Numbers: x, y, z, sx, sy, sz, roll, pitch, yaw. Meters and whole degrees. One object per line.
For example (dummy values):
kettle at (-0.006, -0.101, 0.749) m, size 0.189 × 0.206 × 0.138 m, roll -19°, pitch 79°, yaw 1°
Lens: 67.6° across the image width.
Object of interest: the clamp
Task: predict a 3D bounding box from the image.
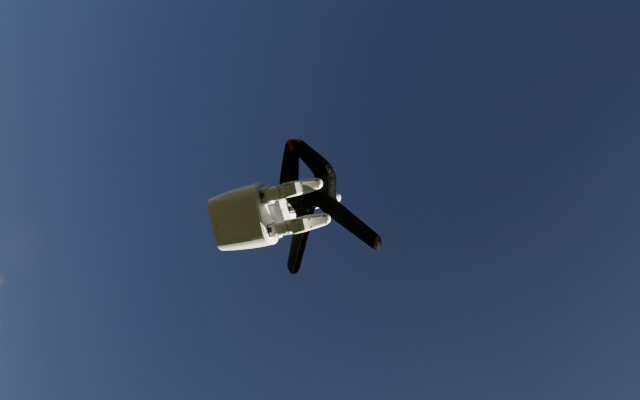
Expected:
clamp at (0.000, 0.002, 0.737) m, size 0.164 × 0.210 × 0.036 m, roll -12°, pitch 1°, yaw 25°
